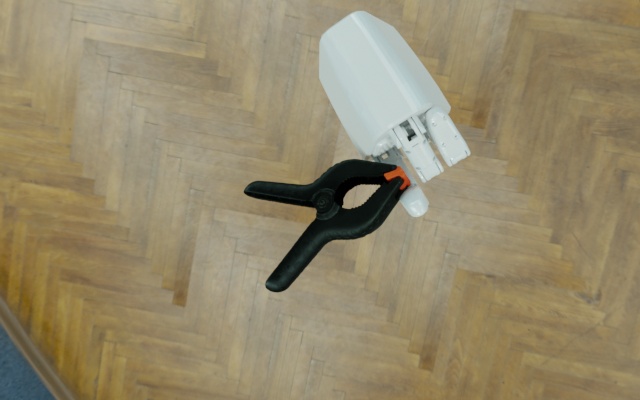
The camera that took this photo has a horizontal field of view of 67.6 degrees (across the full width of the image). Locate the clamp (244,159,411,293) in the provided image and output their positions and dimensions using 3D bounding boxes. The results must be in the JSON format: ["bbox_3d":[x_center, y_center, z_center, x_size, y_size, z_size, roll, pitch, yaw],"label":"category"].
[{"bbox_3d":[0.000,0.001,0.471,0.171,0.120,0.039,-30,-20,8],"label":"clamp"}]
